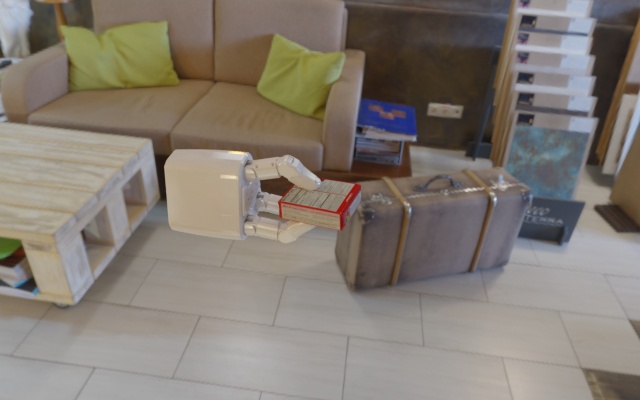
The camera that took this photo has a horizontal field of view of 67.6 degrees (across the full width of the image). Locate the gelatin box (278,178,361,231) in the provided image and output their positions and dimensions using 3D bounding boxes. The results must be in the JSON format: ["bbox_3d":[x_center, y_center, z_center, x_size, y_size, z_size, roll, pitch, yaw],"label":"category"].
[{"bbox_3d":[0.000,0.002,0.620,0.089,0.030,0.073,9,34,21],"label":"gelatin box"}]
